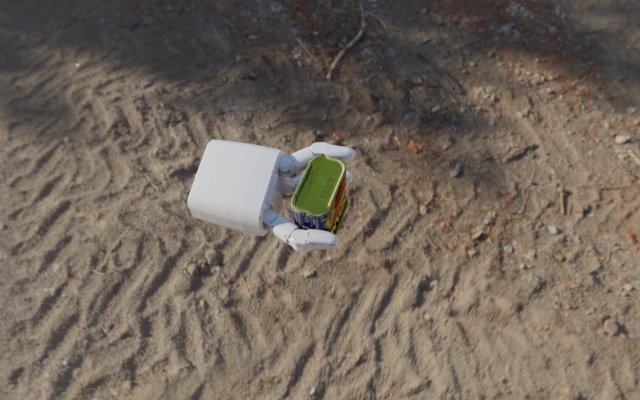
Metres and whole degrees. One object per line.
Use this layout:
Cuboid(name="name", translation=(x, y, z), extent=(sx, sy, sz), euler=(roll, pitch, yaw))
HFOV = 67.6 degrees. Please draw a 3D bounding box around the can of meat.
Cuboid(name="can of meat", translation=(0.000, 0.002, 0.644), extent=(0.057, 0.102, 0.084), euler=(15, -33, 13))
